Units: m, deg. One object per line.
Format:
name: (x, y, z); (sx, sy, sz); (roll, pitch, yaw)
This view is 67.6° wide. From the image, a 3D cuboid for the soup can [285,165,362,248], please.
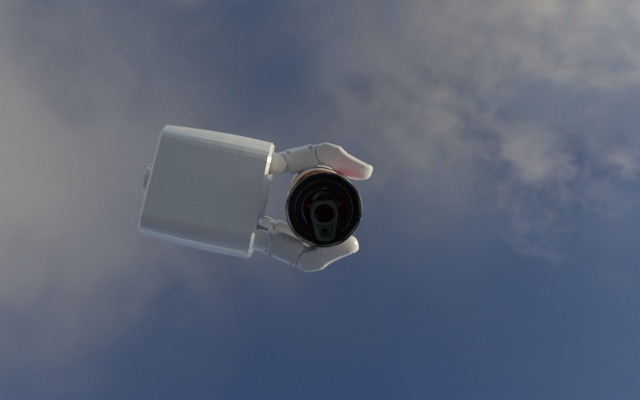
soup can: (0.001, 0.002, 0.469); (0.068, 0.068, 0.102); (0, 8, -4)
